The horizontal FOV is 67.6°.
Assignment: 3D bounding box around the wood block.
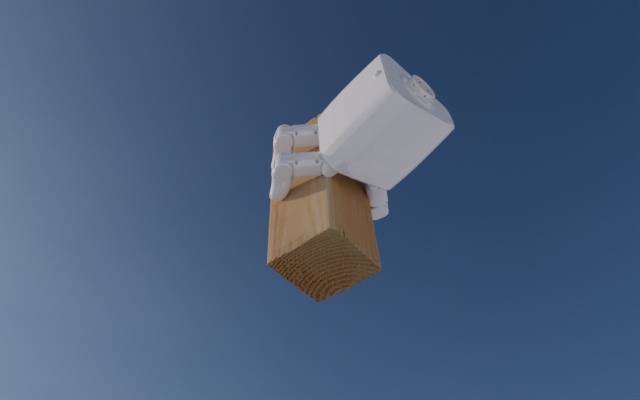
[{"bbox_3d":[0.001,0.002,0.573,0.090,0.206,0.091,-32,-54,23],"label":"wood block"}]
